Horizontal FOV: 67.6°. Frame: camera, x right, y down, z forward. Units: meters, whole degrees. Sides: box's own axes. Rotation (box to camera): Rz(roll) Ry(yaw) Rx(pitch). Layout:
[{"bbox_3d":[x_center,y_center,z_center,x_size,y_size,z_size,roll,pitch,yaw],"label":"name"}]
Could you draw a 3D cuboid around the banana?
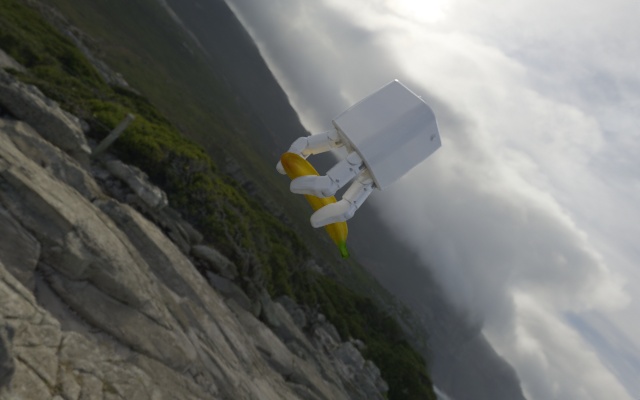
[{"bbox_3d":[-0.003,-0.005,0.683,0.037,0.198,0.069,-31,33,4],"label":"banana"}]
